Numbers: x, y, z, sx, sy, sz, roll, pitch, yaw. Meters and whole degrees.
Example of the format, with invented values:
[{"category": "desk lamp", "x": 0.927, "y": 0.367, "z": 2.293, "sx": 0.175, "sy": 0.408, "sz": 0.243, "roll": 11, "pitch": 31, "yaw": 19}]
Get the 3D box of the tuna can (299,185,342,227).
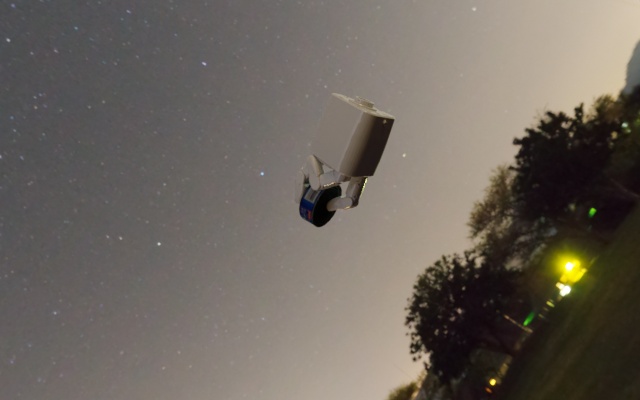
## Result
[{"category": "tuna can", "x": 0.000, "y": 0.003, "z": 0.859, "sx": 0.033, "sy": 0.086, "sz": 0.086, "roll": 28, "pitch": 14, "yaw": 28}]
